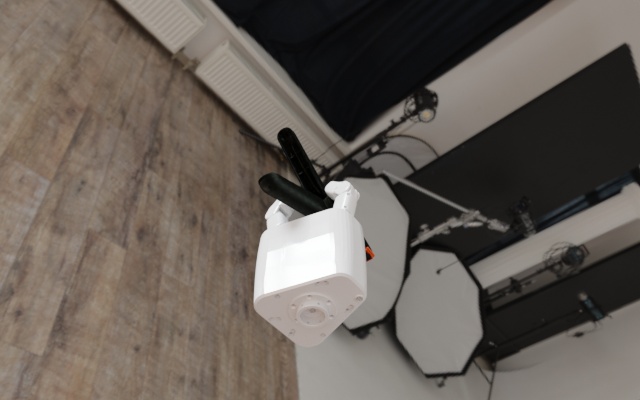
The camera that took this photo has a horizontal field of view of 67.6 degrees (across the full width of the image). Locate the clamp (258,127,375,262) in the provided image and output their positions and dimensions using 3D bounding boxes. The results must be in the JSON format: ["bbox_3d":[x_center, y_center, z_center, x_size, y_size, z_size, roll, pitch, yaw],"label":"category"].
[{"bbox_3d":[0.001,0.002,0.628,0.036,0.210,0.164,-32,28,20],"label":"clamp"}]
